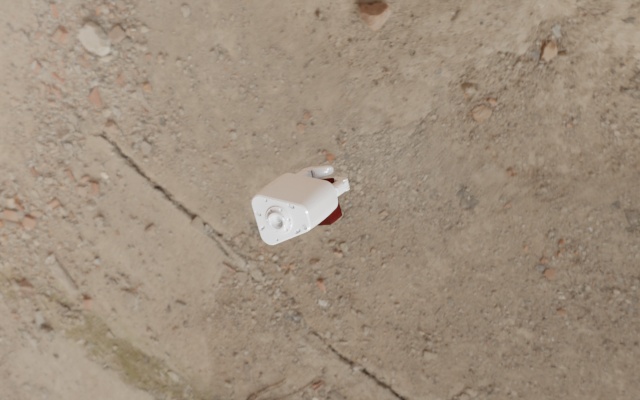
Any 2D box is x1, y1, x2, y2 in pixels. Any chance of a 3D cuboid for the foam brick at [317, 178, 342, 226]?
[{"bbox_3d":[0.000,0.003,0.889,0.053,0.078,0.051,-4,20,30],"label":"foam brick"}]
